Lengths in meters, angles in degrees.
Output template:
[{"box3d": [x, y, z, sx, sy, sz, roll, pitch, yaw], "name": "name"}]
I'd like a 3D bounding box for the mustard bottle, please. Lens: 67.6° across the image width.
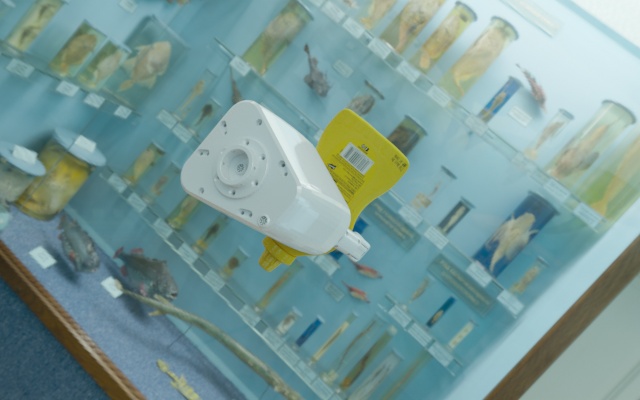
[{"box3d": [0.000, 0.002, 0.520, 0.096, 0.191, 0.058, 41, 4, 2], "name": "mustard bottle"}]
